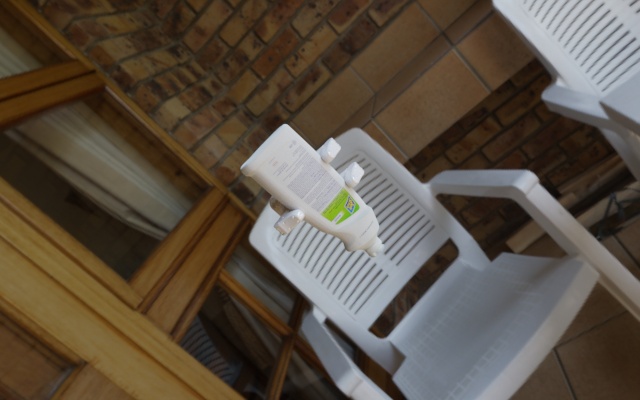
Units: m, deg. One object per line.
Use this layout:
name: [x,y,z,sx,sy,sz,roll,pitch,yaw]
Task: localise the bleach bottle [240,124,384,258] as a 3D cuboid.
bleach bottle: [0.000,0.002,0.748,0.251,0.102,0.068,45,-11,-12]
